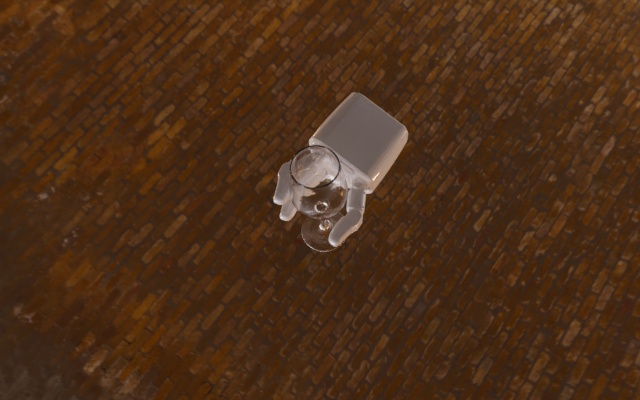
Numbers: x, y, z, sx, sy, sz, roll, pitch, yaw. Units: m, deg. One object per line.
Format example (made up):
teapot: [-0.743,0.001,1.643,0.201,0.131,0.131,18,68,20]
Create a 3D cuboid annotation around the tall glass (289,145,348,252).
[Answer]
tall glass: [0.000,0.003,0.667,0.079,0.079,0.201,0,-26,5]
